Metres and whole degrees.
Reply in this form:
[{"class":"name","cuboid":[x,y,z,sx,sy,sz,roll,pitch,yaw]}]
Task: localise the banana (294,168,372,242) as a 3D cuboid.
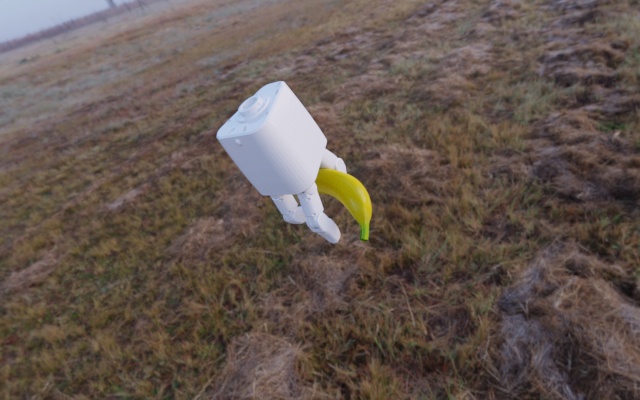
[{"class":"banana","cuboid":[0.012,-0.012,0.679,0.037,0.069,0.197,35,-2,-41]}]
